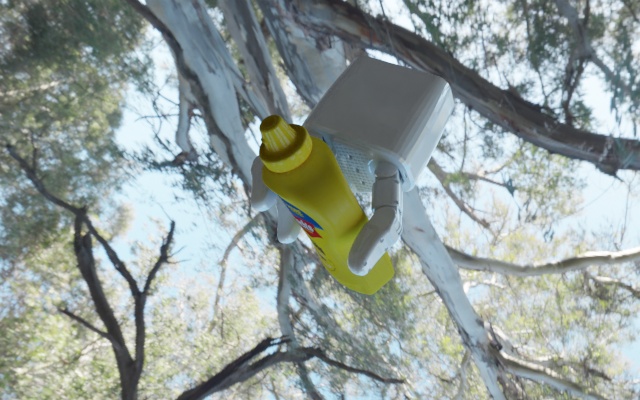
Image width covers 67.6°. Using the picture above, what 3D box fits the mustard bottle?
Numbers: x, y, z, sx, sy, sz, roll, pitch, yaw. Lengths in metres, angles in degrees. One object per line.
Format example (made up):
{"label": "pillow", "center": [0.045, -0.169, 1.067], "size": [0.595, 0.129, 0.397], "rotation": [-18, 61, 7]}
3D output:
{"label": "mustard bottle", "center": [0.000, 0.002, 0.411], "size": [0.096, 0.058, 0.192], "rotation": [44, -10, 45]}
